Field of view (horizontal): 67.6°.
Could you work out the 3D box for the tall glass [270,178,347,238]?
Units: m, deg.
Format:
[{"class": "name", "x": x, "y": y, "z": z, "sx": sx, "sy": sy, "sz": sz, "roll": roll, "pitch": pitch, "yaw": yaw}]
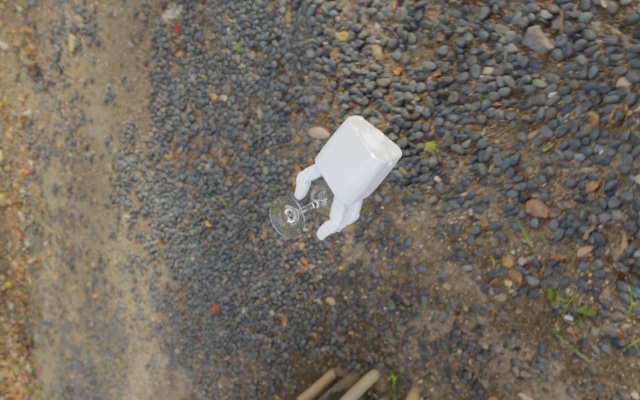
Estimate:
[{"class": "tall glass", "x": 0.000, "y": 0.003, "z": 0.878, "sx": 0.079, "sy": 0.079, "sz": 0.201, "roll": 0, "pitch": 14, "yaw": 36}]
